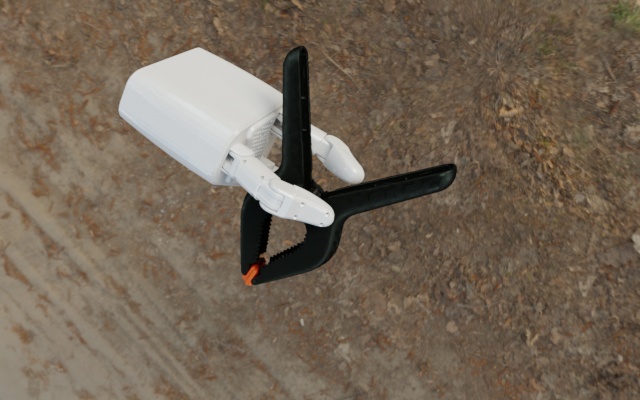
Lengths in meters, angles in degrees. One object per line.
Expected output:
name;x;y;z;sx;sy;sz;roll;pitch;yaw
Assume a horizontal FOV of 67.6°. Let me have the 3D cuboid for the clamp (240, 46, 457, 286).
clamp;-0.001;0.002;0.410;0.164;0.210;0.036;33;23;7
